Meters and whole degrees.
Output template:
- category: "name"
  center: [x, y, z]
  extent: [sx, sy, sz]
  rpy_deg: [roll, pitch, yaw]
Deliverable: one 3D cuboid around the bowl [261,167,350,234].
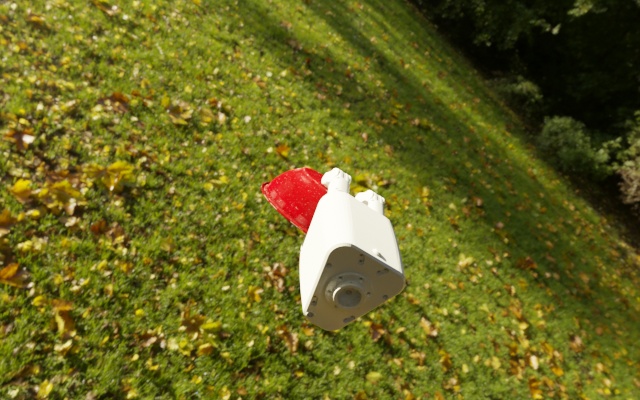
- category: "bowl"
  center: [0.000, 0.001, 0.664]
  extent: [0.162, 0.055, 0.162]
  rpy_deg: [33, 12, -8]
